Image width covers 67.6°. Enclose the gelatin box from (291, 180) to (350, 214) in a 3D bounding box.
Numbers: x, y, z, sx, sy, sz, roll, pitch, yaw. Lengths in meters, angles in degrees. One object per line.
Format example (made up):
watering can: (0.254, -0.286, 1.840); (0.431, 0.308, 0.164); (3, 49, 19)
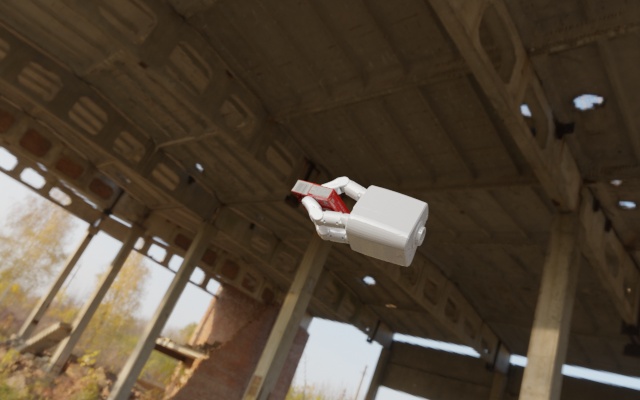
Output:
gelatin box: (0.000, 0.002, 0.868); (0.089, 0.030, 0.073); (16, -26, 37)
